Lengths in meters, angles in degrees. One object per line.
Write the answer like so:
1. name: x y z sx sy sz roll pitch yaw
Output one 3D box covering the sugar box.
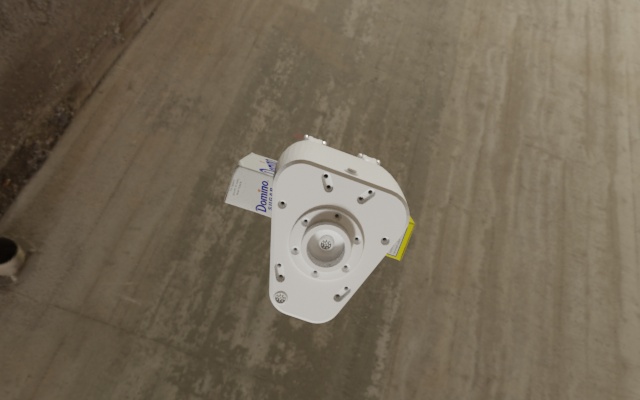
1. sugar box: 0.000 0.001 0.484 0.176 0.048 0.093 21 12 -4
